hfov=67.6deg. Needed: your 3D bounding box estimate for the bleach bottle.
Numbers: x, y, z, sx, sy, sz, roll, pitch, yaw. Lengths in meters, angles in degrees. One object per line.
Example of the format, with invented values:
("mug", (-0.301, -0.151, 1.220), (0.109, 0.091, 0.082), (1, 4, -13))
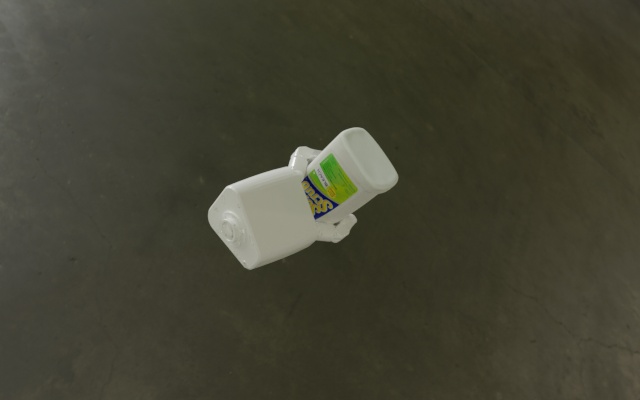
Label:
("bleach bottle", (0.000, 0.002, 0.719), (0.068, 0.102, 0.251), (-22, -15, -44))
